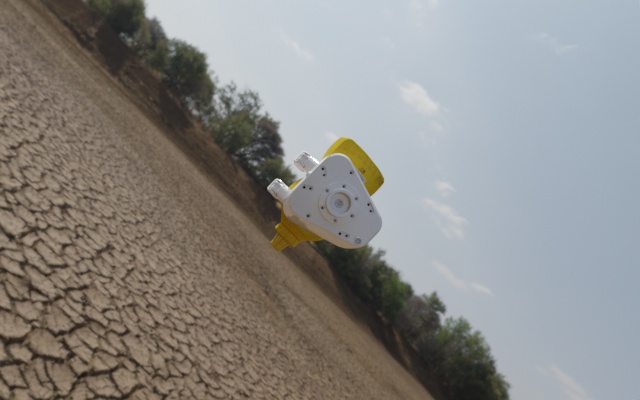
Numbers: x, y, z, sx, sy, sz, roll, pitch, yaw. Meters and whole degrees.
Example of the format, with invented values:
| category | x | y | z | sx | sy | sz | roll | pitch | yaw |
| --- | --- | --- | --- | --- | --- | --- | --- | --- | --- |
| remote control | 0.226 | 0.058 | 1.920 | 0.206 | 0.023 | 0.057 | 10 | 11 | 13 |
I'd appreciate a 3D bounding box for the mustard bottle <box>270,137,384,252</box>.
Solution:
| category | x | y | z | sx | sy | sz | roll | pitch | yaw |
| --- | --- | --- | --- | --- | --- | --- | --- | --- | --- |
| mustard bottle | 0.000 | 0.002 | 0.708 | 0.096 | 0.191 | 0.058 | 48 | -7 | -25 |
